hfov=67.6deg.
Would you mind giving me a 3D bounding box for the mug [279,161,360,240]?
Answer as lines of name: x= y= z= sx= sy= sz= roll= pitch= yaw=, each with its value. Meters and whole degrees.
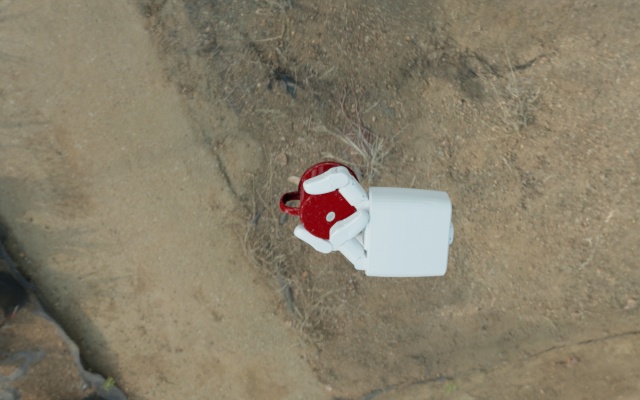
mug: x=-0.001 y=0.002 z=0.676 sx=0.117 sy=0.093 sz=0.081 roll=0 pitch=27 yaw=1
